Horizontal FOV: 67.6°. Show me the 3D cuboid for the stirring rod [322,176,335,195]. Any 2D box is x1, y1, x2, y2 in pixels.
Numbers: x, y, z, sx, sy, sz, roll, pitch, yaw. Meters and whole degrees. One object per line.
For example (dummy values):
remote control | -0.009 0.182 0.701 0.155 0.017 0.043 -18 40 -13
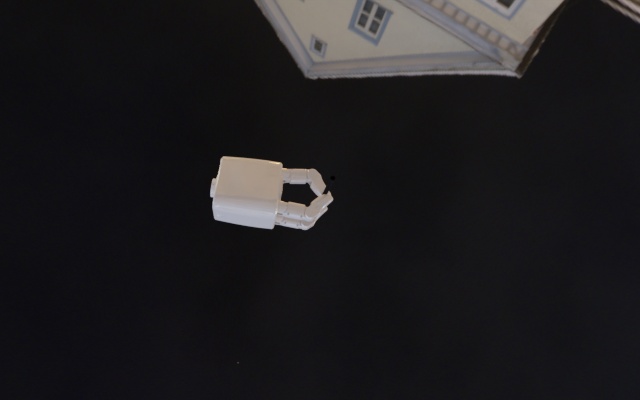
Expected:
stirring rod | 0.000 0.003 0.862 0.011 0.011 0.240 0 -18 -10
